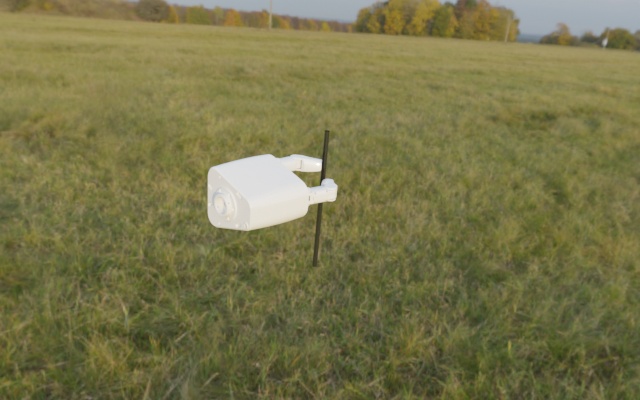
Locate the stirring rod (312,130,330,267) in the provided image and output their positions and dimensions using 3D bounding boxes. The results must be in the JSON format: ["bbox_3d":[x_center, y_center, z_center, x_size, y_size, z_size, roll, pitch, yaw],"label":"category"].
[{"bbox_3d":[0.000,0.003,0.792,0.011,0.240,0.011,5,21,-2],"label":"stirring rod"}]
